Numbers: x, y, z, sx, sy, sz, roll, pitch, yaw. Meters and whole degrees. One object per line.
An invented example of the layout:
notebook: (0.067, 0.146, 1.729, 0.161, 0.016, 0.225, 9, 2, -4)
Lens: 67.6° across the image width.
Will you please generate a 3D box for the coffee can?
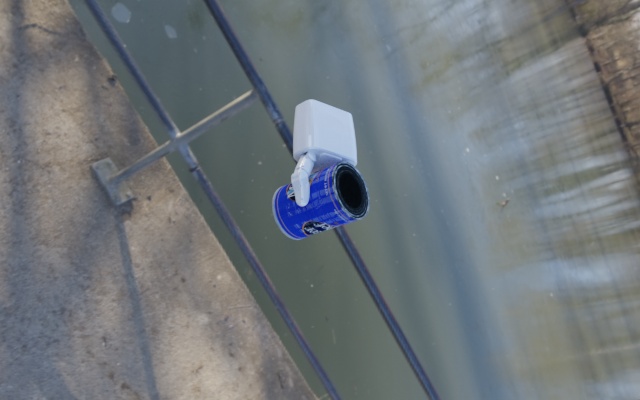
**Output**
coffee can: (0.000, 0.003, 0.835, 0.140, 0.103, 0.103, -20, -12, 35)
